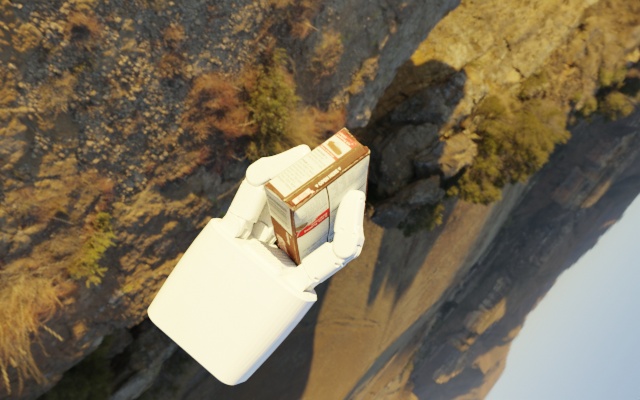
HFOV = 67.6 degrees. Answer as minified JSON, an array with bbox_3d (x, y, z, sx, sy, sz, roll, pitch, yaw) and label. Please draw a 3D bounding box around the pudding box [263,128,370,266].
[{"bbox_3d":[0.000,0.002,0.436,0.090,0.039,0.114,-38,-24,-20],"label":"pudding box"}]
